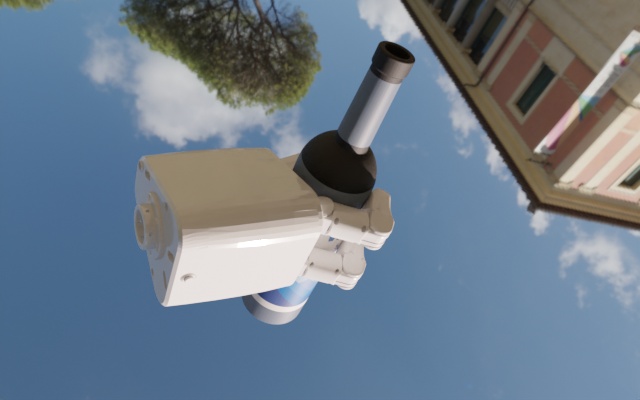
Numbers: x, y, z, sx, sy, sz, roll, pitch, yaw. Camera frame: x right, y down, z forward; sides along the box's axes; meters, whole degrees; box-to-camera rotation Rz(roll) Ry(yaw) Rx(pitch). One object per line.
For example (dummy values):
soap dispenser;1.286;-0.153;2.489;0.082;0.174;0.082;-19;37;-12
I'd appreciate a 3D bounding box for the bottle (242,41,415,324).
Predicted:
bottle;0.000;0.002;0.413;0.069;0.069;0.296;0;-43;-29
